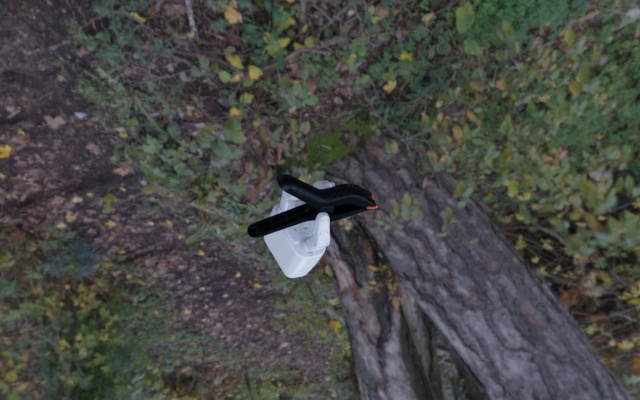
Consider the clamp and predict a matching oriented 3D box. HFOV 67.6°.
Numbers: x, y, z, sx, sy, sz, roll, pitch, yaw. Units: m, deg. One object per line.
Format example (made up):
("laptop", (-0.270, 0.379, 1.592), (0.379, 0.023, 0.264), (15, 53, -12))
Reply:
("clamp", (0.001, 0.003, 0.743), (0.210, 0.036, 0.165), (-7, -26, -22))
